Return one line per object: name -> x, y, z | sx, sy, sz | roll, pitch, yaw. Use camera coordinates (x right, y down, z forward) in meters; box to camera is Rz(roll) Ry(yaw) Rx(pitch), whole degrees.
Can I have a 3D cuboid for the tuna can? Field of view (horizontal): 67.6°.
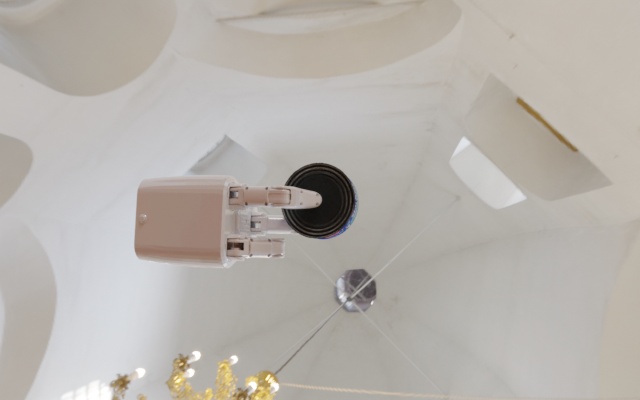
tuna can -> 0.000, 0.002, 0.548 | 0.086, 0.086, 0.034 | 0, -7, 14
